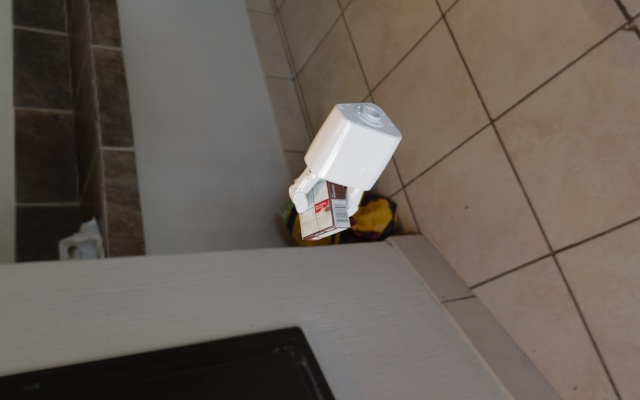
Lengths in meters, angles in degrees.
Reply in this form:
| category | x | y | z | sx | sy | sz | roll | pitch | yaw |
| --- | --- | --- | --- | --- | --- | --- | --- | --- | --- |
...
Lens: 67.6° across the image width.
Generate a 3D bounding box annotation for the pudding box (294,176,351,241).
| category | x | y | z | sx | sy | sz | roll | pitch | yaw |
| --- | --- | --- | --- | --- | --- | --- | --- | --- | --- |
| pudding box | 0.000 | 0.003 | 0.801 | 0.039 | 0.113 | 0.090 | 5 | -20 | -37 |
